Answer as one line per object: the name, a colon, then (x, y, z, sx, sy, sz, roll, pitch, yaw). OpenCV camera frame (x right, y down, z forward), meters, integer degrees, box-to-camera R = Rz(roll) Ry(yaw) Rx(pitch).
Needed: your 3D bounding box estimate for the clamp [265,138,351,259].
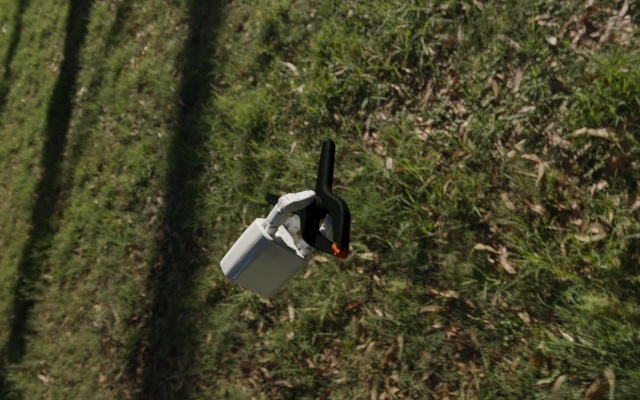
clamp: (0.000, 0.003, 0.791, 0.036, 0.164, 0.210, 26, 22, -48)
